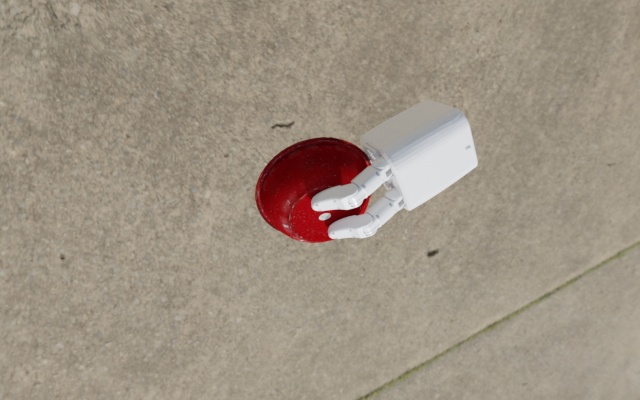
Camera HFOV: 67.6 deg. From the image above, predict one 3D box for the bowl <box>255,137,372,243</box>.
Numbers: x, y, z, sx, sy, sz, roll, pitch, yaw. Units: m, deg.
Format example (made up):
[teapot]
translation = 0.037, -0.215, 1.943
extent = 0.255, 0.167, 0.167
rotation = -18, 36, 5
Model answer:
[bowl]
translation = -0.001, 0.003, 0.610
extent = 0.162, 0.162, 0.055
rotation = 0, 38, -17
